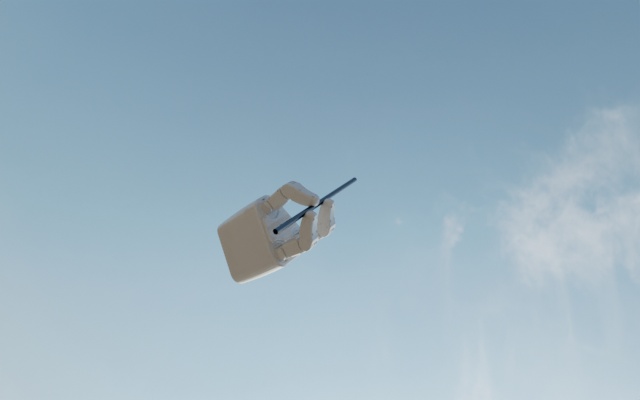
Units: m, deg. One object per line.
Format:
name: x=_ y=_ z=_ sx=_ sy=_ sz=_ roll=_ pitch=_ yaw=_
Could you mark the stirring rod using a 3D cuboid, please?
stirring rod: x=0.000 y=0.002 z=0.714 sx=0.011 sy=0.011 sz=0.239 roll=0 pitch=18 yaw=31
